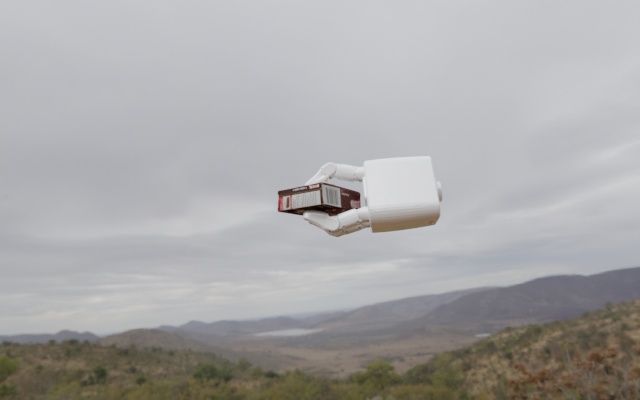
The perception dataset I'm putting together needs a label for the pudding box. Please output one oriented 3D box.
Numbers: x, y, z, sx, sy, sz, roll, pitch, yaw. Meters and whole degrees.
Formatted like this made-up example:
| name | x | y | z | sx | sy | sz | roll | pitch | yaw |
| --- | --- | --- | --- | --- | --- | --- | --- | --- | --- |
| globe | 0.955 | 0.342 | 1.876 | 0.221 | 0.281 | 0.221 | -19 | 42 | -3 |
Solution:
| name | x | y | z | sx | sy | sz | roll | pitch | yaw |
| --- | --- | --- | --- | --- | --- | --- | --- | --- | --- |
| pudding box | 0.000 | 0.002 | 0.767 | 0.090 | 0.039 | 0.113 | -11 | -15 | 34 |
